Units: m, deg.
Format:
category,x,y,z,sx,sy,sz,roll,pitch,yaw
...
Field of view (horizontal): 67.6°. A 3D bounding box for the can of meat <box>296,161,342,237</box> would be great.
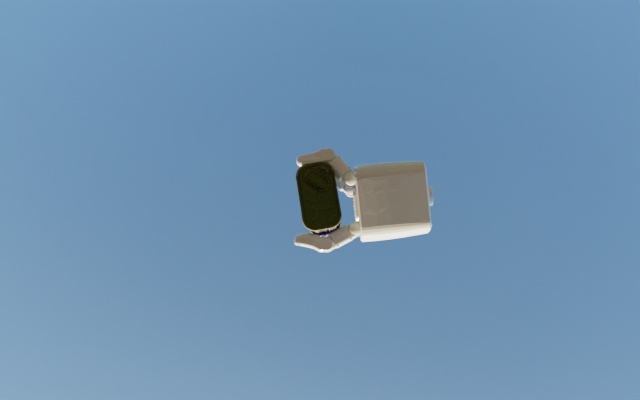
category,x,y,z,sx,sy,sz,roll,pitch,yaw
can of meat,0.000,0.003,0.732,0.057,0.102,0.084,-10,-14,2
